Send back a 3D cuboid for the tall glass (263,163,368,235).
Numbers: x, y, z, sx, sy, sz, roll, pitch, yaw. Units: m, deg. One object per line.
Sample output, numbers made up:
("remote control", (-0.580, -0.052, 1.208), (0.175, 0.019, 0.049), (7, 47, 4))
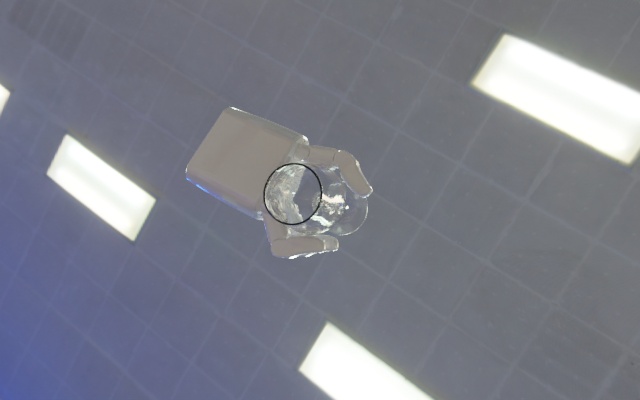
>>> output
("tall glass", (0.000, 0.002, 0.560), (0.079, 0.079, 0.201), (0, -5, 16))
